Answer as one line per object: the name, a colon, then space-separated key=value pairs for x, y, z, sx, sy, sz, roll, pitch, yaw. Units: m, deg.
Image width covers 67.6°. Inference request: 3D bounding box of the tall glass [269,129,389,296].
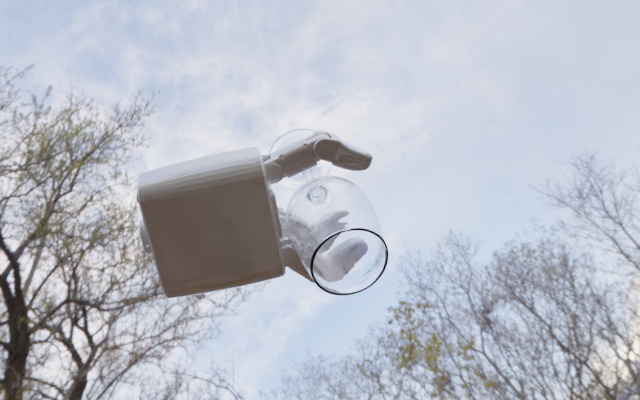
tall glass: x=0.000 y=0.001 z=0.444 sx=0.079 sy=0.079 sz=0.201 roll=0 pitch=27 yaw=-15
